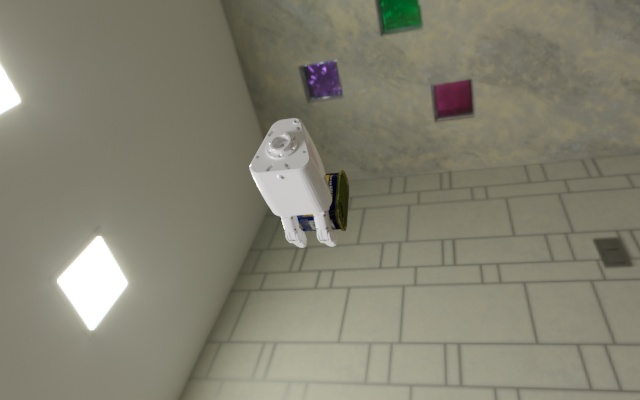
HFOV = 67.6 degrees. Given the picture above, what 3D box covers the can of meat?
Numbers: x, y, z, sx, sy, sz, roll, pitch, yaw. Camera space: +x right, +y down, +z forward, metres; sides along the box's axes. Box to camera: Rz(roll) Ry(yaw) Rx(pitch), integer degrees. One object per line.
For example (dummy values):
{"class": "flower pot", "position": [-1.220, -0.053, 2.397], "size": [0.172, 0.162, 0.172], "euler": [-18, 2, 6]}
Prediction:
{"class": "can of meat", "position": [0.000, 0.003, 0.808], "size": [0.084, 0.102, 0.057], "euler": [-4, -32, 16]}
